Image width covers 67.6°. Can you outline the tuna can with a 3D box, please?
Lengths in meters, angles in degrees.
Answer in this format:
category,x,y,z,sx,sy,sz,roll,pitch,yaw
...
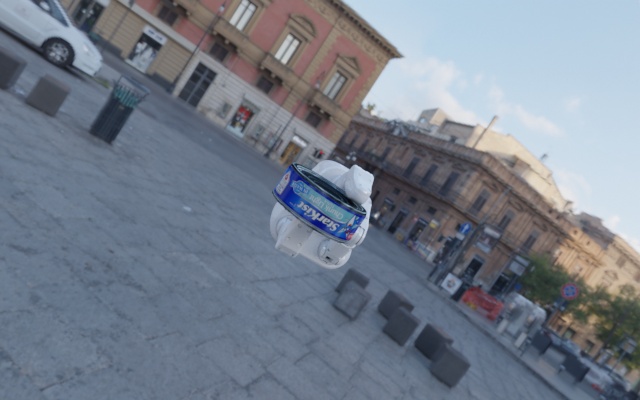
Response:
category,x,y,z,sx,sy,sz,roll,pitch,yaw
tuna can,0.000,0.001,0.441,0.086,0.034,0.086,33,9,-6
